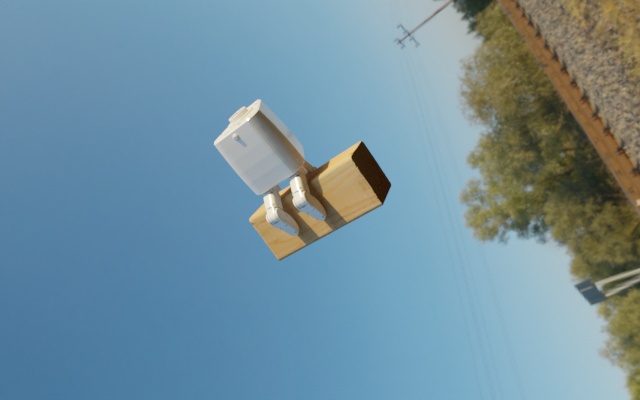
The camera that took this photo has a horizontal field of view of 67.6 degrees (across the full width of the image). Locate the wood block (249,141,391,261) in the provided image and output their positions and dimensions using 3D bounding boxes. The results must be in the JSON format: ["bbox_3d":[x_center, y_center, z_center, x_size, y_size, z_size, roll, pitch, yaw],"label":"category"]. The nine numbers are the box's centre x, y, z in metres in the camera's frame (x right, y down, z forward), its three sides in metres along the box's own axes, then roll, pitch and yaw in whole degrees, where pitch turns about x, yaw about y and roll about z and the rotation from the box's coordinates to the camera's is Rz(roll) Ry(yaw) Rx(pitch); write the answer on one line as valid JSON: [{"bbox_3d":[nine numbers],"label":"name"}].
[{"bbox_3d":[0.000,0.002,0.773,0.206,0.090,0.090,-30,11,26],"label":"wood block"}]
